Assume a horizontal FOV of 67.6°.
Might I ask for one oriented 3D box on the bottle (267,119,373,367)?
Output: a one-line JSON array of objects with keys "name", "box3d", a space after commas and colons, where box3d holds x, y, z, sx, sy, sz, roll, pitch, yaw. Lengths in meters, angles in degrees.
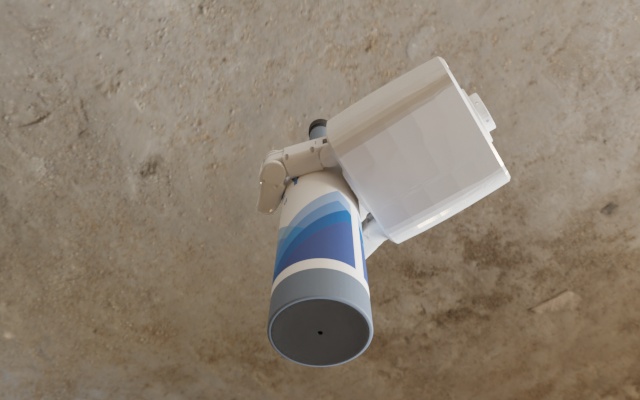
[{"name": "bottle", "box3d": [0.000, 0.002, 0.419, 0.069, 0.069, 0.295, 0, 34, 0]}]
